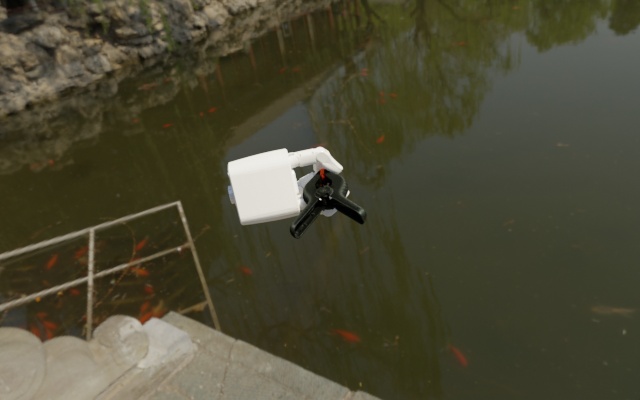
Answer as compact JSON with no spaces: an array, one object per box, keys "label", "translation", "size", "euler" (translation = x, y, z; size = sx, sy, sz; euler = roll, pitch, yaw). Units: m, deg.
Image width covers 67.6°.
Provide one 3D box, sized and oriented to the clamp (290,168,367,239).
[{"label":"clamp","translation":[0.000,0.002,0.790],"size":[0.120,0.039,0.171],"euler":[-12,29,-5]}]
